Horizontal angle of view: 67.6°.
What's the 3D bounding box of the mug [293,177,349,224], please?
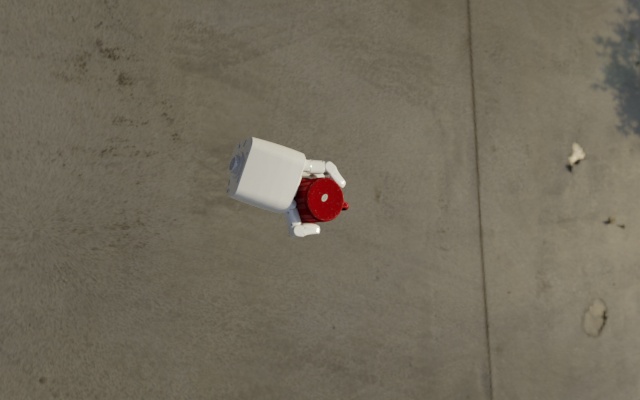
[{"bbox_3d":[0.001,0.003,0.895,0.117,0.093,0.081,16,-11,-28],"label":"mug"}]
